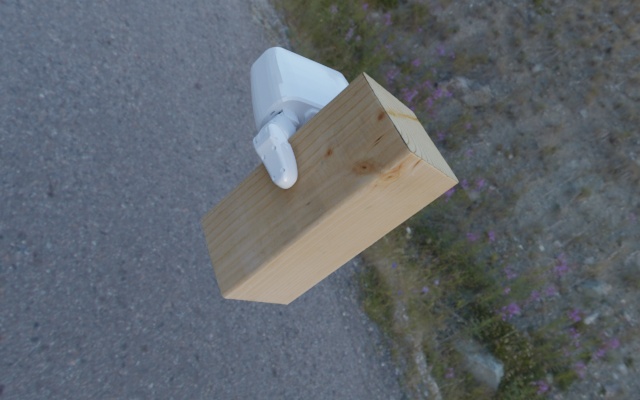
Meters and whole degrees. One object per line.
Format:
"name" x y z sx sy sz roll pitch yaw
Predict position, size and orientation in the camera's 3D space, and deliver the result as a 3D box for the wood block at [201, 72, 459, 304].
"wood block" 0.000 0.001 0.425 0.206 0.090 0.091 -39 -35 23
